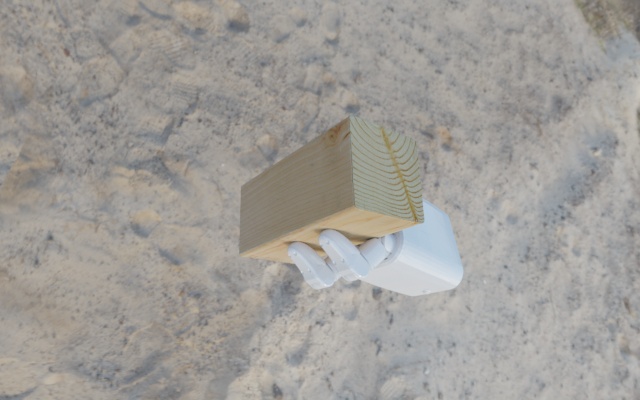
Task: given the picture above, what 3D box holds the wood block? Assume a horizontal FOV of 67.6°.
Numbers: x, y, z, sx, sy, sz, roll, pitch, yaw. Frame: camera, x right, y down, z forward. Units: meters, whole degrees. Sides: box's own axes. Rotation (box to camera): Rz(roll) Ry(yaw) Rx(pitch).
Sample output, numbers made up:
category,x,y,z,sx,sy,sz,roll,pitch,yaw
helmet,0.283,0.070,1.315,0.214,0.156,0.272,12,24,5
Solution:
category,x,y,z,sx,sy,sz,roll,pitch,yaw
wood block,0.000,0.001,0.513,0.090,0.090,0.206,13,-25,-35
